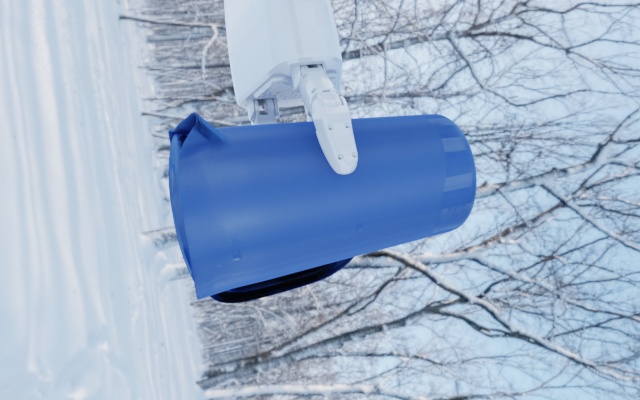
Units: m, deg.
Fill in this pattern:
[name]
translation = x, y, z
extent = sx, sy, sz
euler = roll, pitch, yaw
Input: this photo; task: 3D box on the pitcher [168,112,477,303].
[pitcher]
translation = 0.000, 0.001, 0.409
extent = 0.243, 0.145, 0.149
euler = -9, -7, -16
